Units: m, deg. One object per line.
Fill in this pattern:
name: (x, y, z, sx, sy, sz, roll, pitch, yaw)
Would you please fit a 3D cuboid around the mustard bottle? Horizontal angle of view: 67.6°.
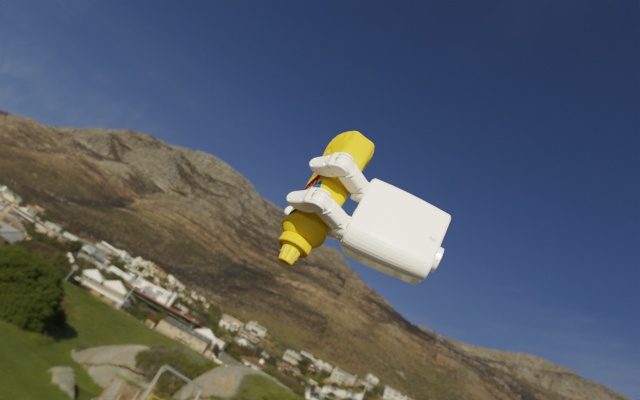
mustard bottle: (0.000, 0.002, 0.620, 0.058, 0.191, 0.096, 36, -28, -12)
